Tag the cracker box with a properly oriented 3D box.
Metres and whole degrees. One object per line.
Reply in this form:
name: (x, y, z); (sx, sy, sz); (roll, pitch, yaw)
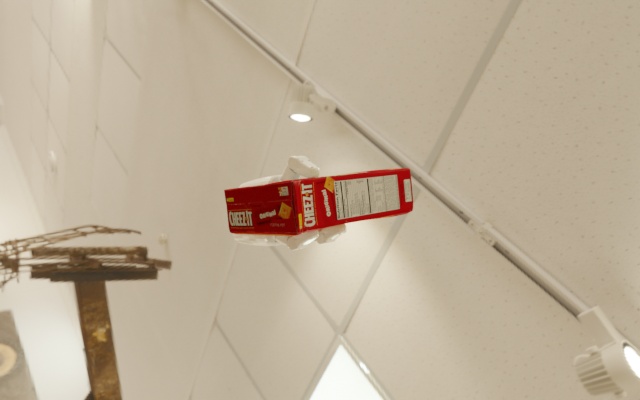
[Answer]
cracker box: (0.000, 0.002, 0.673); (0.213, 0.072, 0.164); (-8, 2, -40)
